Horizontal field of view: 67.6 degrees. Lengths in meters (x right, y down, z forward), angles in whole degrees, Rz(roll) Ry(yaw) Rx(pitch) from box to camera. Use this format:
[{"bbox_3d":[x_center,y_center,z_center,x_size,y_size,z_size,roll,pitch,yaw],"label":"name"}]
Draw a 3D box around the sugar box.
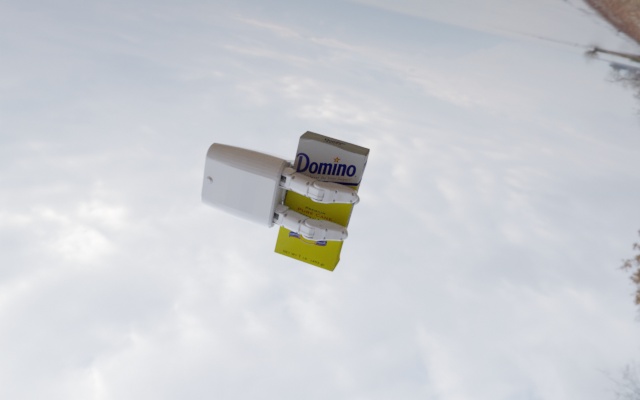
[{"bbox_3d":[0.000,0.002,0.657,0.093,0.176,0.048,17,24,9],"label":"sugar box"}]
